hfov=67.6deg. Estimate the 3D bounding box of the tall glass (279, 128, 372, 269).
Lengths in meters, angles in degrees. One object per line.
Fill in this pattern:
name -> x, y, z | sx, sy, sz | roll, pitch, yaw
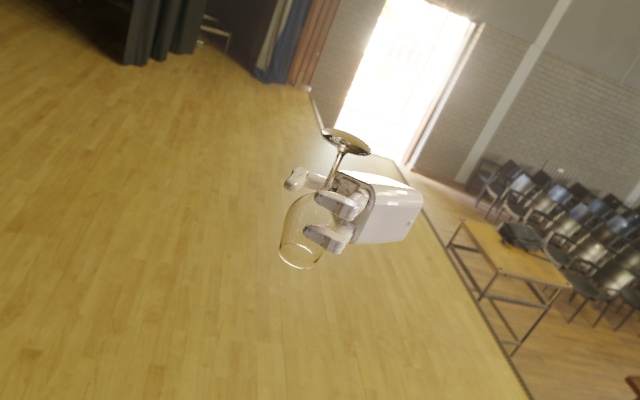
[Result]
tall glass -> 0.000, 0.002, 0.683 | 0.079, 0.201, 0.079 | 19, 27, -10
